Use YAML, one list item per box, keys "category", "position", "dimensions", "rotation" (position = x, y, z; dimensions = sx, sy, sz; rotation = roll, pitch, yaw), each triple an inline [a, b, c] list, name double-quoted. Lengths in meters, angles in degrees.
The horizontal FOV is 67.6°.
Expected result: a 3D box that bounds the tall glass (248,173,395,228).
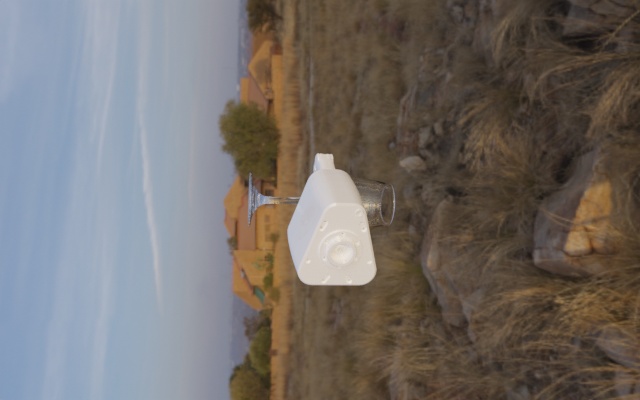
- category: "tall glass"
  position: [-0.001, 0.002, 0.673]
  dimensions: [0.201, 0.079, 0.079]
  rotation: [2, 0, -9]
